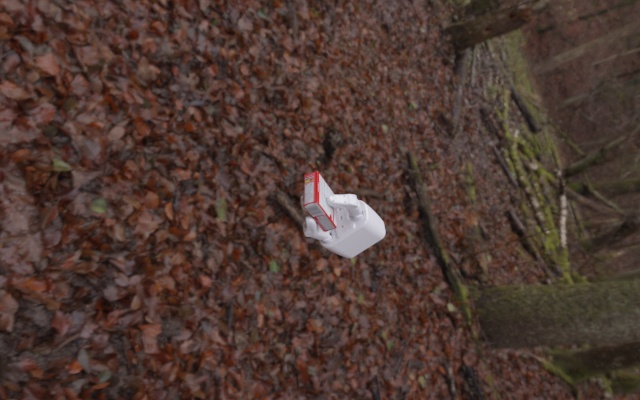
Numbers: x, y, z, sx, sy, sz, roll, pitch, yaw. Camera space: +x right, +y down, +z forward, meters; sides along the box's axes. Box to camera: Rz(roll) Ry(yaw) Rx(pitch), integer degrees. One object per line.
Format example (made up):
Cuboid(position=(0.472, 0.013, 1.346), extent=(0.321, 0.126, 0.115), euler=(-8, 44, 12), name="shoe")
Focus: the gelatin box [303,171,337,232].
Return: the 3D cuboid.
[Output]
Cuboid(position=(0.000, 0.003, 0.862), extent=(0.030, 0.073, 0.089), euler=(-15, -40, 19), name="gelatin box")
